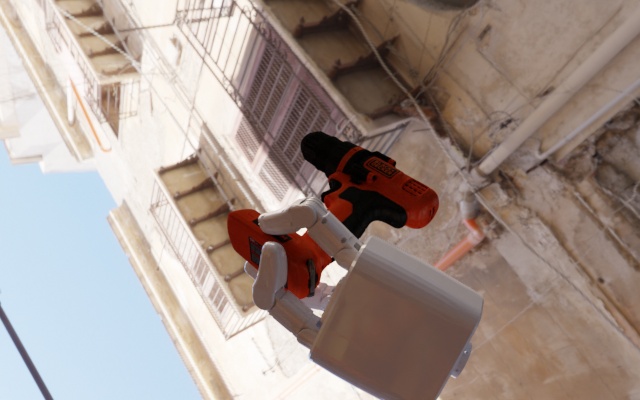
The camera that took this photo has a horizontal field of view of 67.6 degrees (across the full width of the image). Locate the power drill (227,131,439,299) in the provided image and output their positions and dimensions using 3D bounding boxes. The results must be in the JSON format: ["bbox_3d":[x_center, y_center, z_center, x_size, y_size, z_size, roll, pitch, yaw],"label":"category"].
[{"bbox_3d":[0.000,0.002,0.492,0.184,0.057,0.187,32,51,33],"label":"power drill"}]
